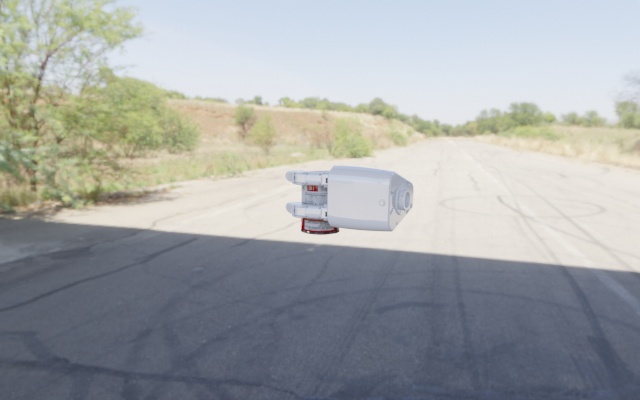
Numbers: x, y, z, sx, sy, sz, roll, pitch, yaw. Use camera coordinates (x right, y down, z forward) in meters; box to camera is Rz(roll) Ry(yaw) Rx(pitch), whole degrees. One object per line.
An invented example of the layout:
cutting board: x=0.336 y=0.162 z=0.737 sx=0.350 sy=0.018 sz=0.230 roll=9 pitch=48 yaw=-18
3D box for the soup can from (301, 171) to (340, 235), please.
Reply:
soup can: x=0.000 y=0.002 z=0.821 sx=0.068 sy=0.102 sz=0.068 roll=1 pitch=9 yaw=0
